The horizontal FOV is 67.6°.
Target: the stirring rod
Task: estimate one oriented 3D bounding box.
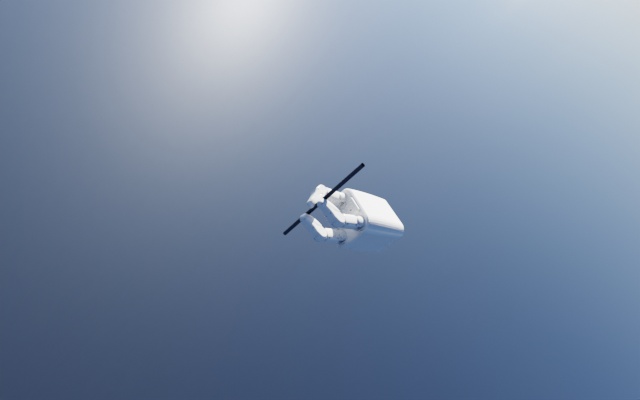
[{"bbox_3d":[0.000,0.003,0.870,0.011,0.011,0.240,0,-31,-43],"label":"stirring rod"}]
